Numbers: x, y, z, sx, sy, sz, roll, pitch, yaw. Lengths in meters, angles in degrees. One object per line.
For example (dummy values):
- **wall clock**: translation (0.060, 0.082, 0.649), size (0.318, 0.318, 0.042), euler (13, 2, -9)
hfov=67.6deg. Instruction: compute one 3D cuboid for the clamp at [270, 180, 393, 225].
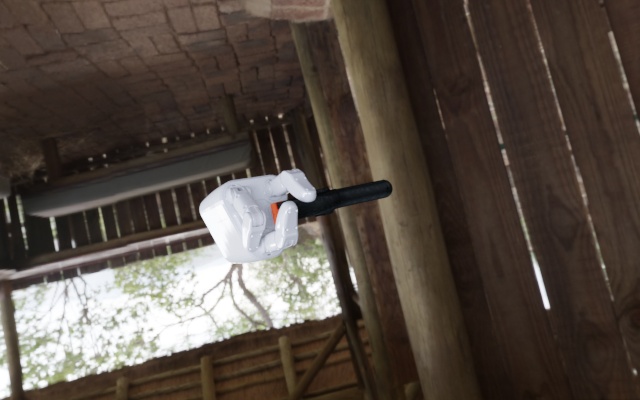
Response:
- **clamp**: translation (0.000, 0.003, 0.650), size (0.171, 0.039, 0.120), euler (-10, -5, -32)
